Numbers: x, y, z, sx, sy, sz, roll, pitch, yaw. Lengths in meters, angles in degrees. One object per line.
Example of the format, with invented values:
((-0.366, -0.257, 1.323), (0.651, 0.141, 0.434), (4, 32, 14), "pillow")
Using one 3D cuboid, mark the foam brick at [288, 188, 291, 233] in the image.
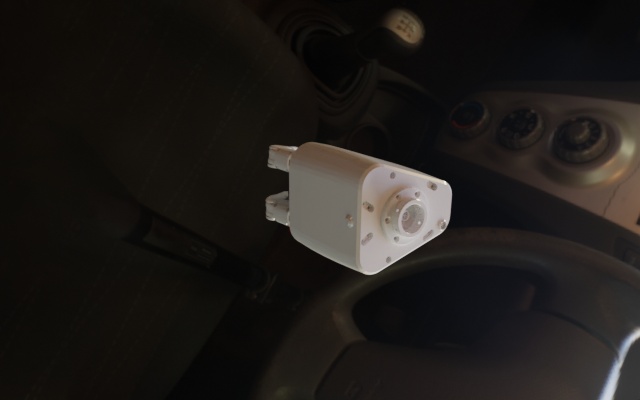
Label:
((0.000, 0.002, 0.506), (0.053, 0.078, 0.051), (-9, 17, -31), "foam brick")
